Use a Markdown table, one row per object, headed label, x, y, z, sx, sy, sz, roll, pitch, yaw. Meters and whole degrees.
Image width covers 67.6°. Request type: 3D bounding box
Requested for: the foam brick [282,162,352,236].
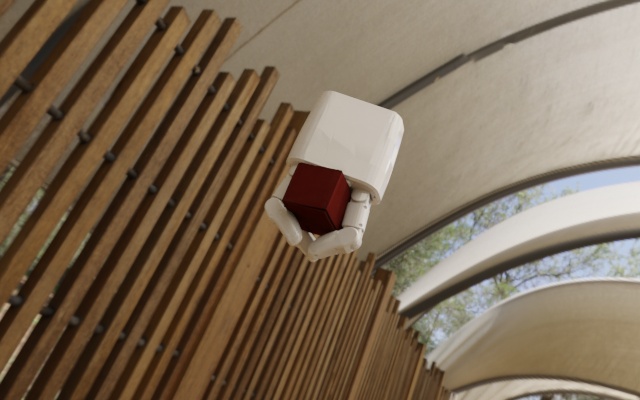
| label | x | y | z | sx | sy | sz | roll | pitch | yaw |
| --- | --- | --- | --- | --- | --- | --- | --- | --- | --- |
| foam brick | 0.000 | 0.002 | 0.529 | 0.053 | 0.051 | 0.078 | 14 | -23 | 22 |
